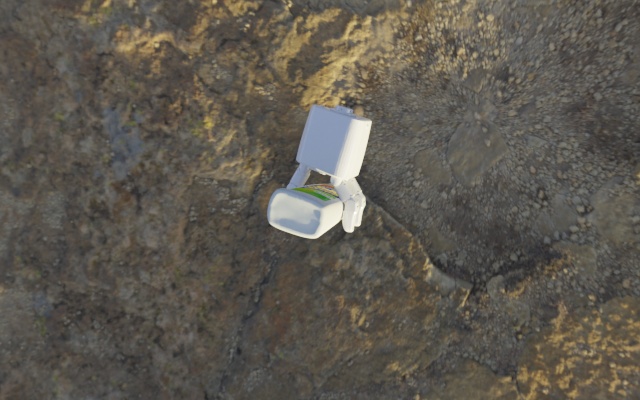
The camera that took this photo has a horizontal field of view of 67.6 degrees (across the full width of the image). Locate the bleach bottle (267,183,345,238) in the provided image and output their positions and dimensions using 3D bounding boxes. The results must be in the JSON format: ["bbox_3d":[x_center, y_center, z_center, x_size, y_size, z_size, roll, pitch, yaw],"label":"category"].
[{"bbox_3d":[0.000,0.003,0.872,0.102,0.068,0.251,19,15,14],"label":"bleach bottle"}]
